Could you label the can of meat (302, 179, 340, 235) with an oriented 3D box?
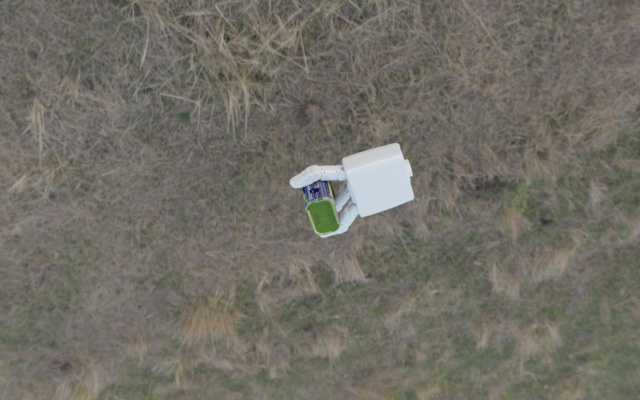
[{"bbox_3d":[0.000,0.003,0.894,0.057,0.083,0.102,-15,-44,4],"label":"can of meat"}]
